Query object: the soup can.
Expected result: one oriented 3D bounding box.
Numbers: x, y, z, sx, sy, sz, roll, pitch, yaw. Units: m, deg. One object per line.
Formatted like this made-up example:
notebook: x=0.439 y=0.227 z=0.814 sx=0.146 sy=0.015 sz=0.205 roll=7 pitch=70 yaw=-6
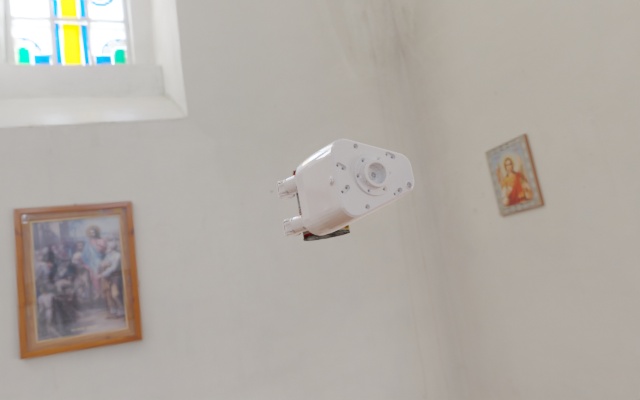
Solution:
soup can: x=0.000 y=0.002 z=0.687 sx=0.068 sy=0.102 sz=0.068 roll=-10 pitch=-9 yaw=-2
